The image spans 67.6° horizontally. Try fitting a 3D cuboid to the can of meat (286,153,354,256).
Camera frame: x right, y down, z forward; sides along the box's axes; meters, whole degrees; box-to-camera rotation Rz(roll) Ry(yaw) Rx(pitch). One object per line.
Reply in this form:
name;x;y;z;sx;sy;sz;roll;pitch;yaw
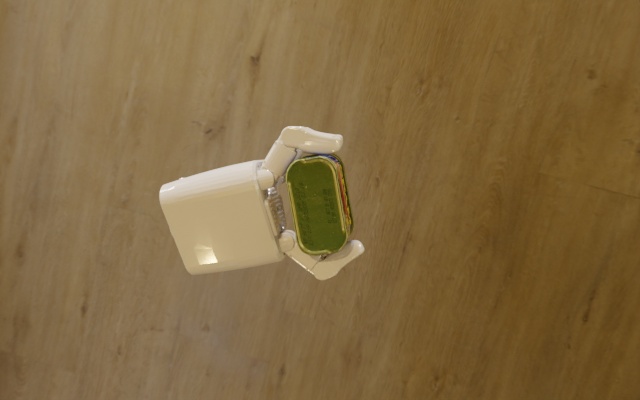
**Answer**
can of meat;0.000;0.002;0.500;0.057;0.102;0.084;-10;5;7
